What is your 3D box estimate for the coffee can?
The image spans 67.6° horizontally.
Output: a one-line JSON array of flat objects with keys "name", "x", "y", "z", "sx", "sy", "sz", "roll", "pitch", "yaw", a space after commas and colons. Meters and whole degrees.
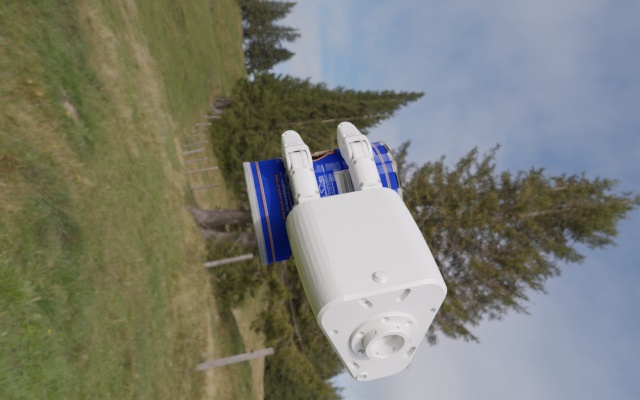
[{"name": "coffee can", "x": 0.000, "y": 0.002, "z": 0.479, "sx": 0.140, "sy": 0.103, "sz": 0.103, "roll": -10, "pitch": 1, "yaw": -8}]
